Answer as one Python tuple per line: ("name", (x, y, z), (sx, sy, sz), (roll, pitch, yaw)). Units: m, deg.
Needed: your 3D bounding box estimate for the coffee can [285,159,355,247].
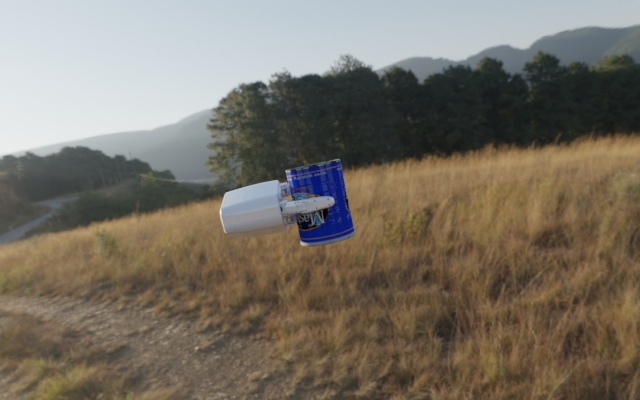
("coffee can", (0.000, 0.003, 0.872), (0.103, 0.140, 0.103), (-12, 6, 1))
